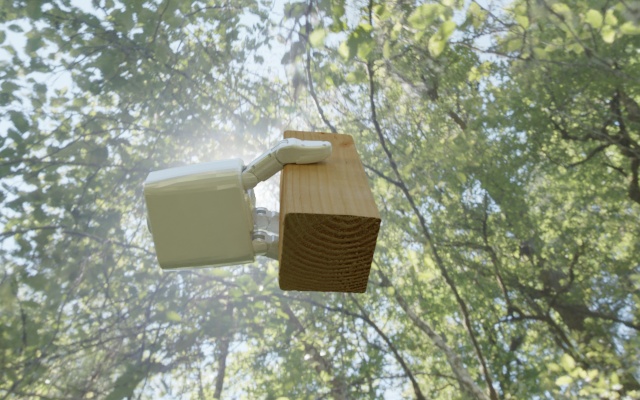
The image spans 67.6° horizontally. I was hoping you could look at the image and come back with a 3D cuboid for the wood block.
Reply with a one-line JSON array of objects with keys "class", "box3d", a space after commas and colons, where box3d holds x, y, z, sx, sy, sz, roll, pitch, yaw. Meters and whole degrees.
[{"class": "wood block", "box3d": [0.000, 0.001, 0.536, 0.090, 0.091, 0.206, 4, 29, -7]}]
